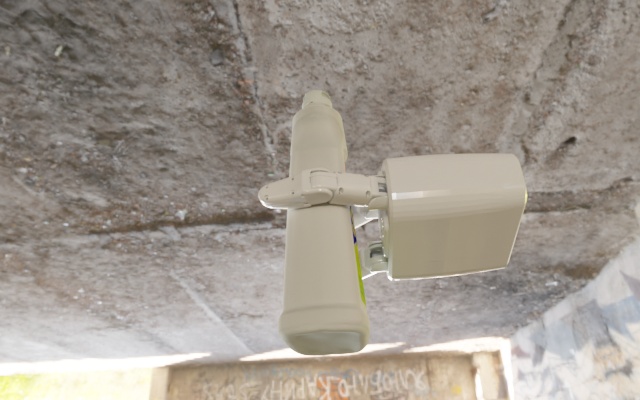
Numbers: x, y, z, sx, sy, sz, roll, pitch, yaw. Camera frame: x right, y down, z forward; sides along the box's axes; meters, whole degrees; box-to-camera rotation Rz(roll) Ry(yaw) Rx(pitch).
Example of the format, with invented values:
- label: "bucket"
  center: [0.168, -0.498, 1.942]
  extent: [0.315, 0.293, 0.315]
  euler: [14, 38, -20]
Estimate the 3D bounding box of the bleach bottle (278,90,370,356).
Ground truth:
- label: "bleach bottle"
  center: [0.000, 0.001, 0.427]
  extent: [0.068, 0.250, 0.103]
  euler: [-5, -28, 4]
